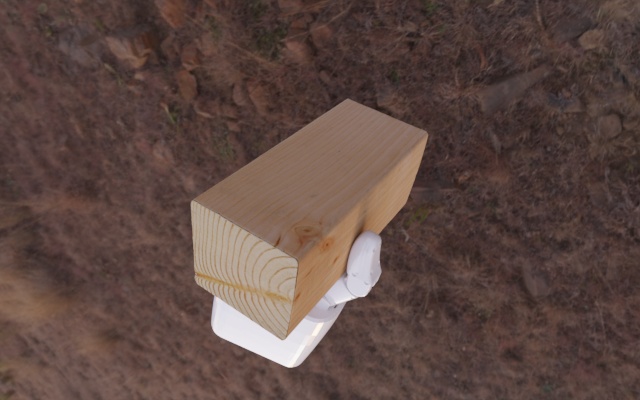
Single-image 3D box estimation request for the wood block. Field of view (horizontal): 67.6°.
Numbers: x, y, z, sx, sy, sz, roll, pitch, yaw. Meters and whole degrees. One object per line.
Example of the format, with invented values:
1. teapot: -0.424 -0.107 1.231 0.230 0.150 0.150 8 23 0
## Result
1. wood block: 0.000 0.002 0.402 0.091 0.090 0.206 28 43 20
